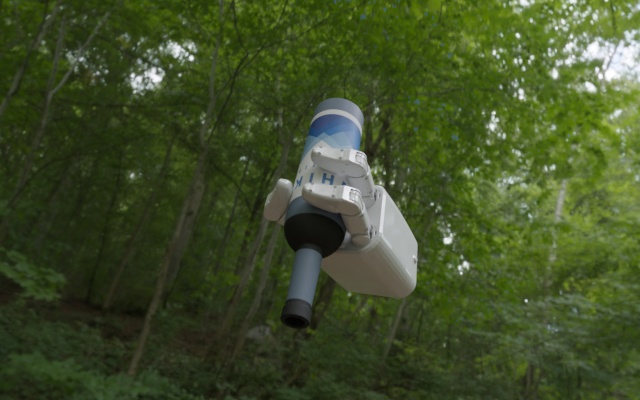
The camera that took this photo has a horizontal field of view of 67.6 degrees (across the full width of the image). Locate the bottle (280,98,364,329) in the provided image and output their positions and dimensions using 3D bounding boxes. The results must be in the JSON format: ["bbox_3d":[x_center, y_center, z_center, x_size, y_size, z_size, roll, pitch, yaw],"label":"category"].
[{"bbox_3d":[0.000,0.001,0.531,0.069,0.295,0.069,7,-41,6],"label":"bottle"}]
